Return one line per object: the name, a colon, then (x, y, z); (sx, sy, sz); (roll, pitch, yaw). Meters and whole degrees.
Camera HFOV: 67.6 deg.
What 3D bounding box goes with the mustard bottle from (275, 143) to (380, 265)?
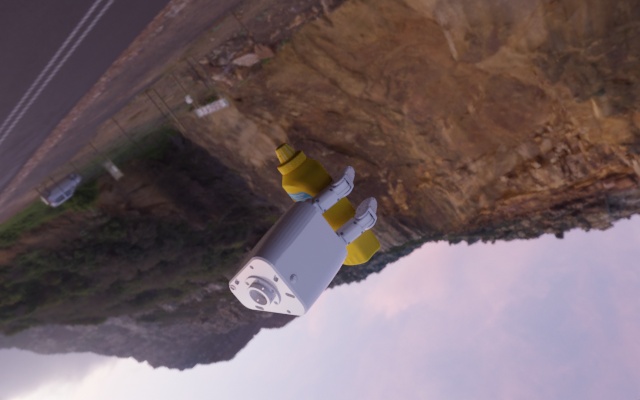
mustard bottle: (0.000, 0.002, 0.666); (0.058, 0.192, 0.096); (-42, 17, -19)
